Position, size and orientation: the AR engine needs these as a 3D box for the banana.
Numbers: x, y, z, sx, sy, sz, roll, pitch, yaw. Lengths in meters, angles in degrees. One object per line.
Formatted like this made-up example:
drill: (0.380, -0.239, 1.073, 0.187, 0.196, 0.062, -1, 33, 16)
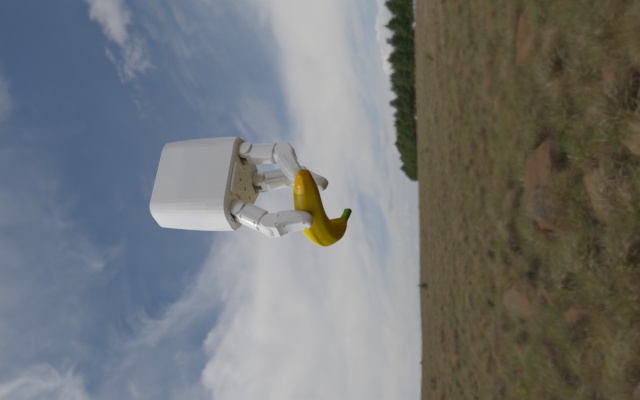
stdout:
banana: (-0.001, 0.021, 0.615, 0.037, 0.069, 0.198, 2, -14, 18)
